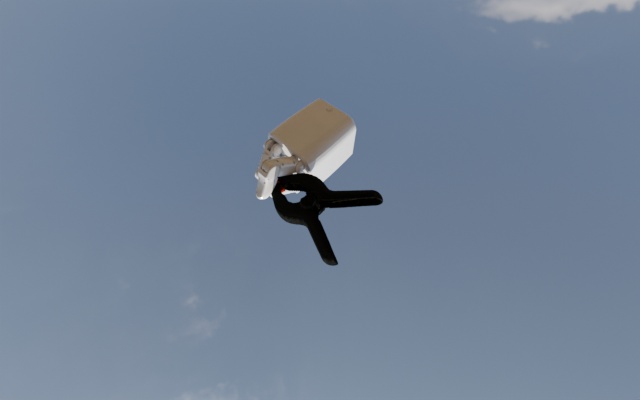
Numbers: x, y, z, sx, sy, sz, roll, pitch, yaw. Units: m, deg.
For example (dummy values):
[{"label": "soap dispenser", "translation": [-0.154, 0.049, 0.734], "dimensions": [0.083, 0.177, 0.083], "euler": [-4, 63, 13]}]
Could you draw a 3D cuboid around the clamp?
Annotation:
[{"label": "clamp", "translation": [0.000, 0.003, 0.674], "dimensions": [0.171, 0.120, 0.039], "euler": [39, -18, 30]}]
